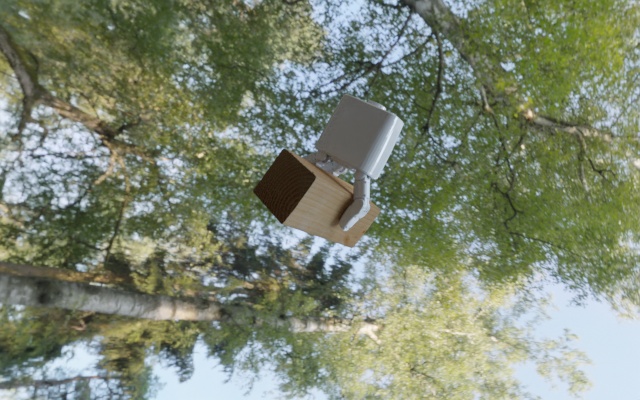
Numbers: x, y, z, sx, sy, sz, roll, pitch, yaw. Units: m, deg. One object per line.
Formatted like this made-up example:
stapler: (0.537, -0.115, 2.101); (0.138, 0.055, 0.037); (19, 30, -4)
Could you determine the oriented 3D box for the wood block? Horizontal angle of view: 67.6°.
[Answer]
wood block: (0.001, 0.003, 0.801); (0.090, 0.090, 0.206); (44, 12, 36)
